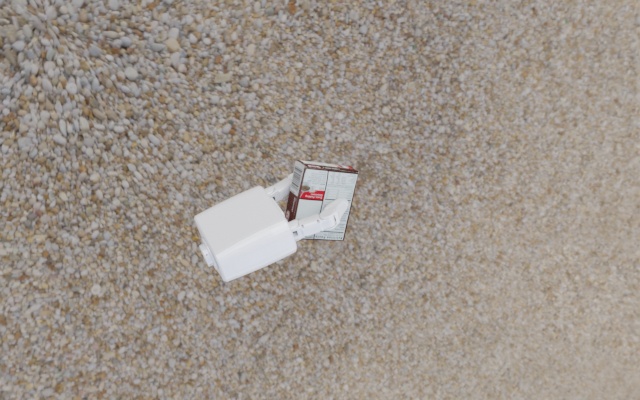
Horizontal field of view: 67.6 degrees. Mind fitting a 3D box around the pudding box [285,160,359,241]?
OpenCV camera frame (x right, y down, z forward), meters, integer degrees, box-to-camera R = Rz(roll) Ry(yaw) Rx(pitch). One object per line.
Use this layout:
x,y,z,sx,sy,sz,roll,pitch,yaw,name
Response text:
0.000,0.002,0.700,0.090,0.113,0.039,4,18,-27,pudding box
